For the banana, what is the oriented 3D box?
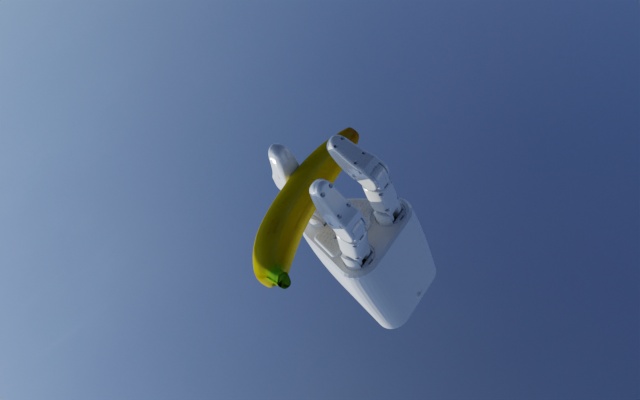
[{"bbox_3d":[-0.016,0.007,0.429,0.069,0.037,0.197,-14,37,35],"label":"banana"}]
